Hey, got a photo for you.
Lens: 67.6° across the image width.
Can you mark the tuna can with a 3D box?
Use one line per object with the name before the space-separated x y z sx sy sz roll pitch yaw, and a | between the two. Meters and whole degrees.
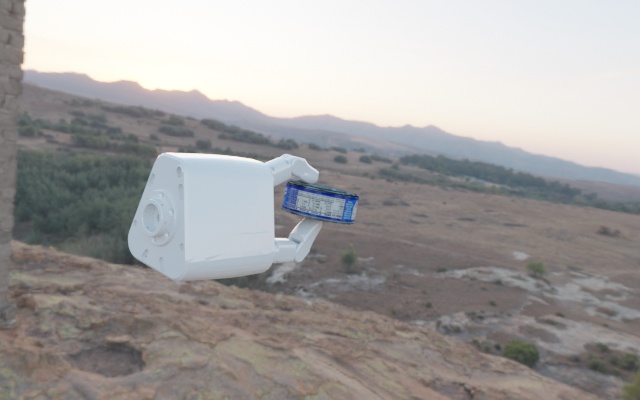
tuna can | 0.000 0.001 0.547 0.086 0.034 0.086 12 4 -1
